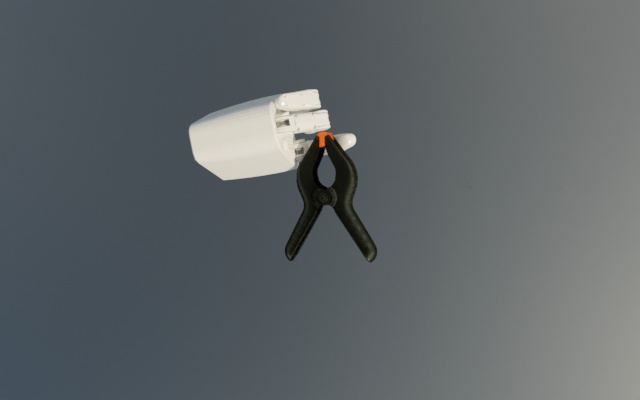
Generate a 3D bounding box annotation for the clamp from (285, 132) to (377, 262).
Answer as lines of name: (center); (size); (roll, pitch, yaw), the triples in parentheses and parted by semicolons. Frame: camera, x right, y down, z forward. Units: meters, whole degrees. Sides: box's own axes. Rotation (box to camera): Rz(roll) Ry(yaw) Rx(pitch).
clamp: (0.000, 0.002, 0.609); (0.120, 0.171, 0.039); (-10, 0, 11)
